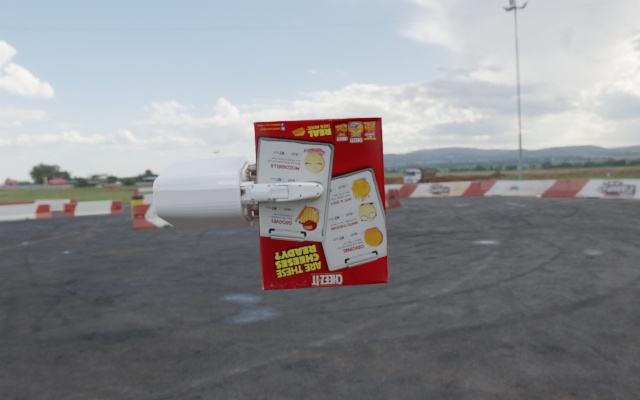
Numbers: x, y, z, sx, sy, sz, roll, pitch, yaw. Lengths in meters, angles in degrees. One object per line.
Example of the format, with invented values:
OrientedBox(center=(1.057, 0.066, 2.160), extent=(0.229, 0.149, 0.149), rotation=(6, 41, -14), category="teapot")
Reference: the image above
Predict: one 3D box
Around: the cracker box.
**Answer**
OrientedBox(center=(0.000, 0.002, 0.630), extent=(0.164, 0.214, 0.072), rotation=(-3, 3, -2), category="cracker box")
